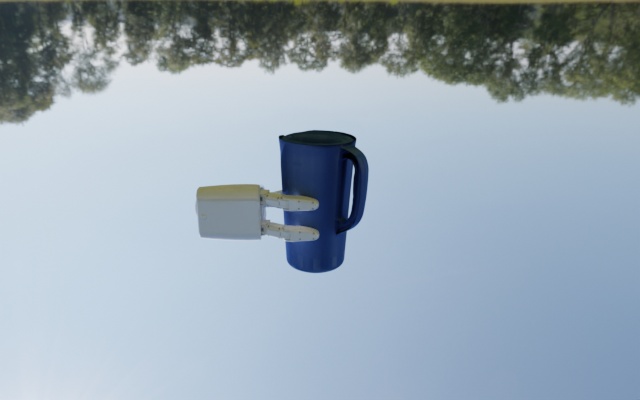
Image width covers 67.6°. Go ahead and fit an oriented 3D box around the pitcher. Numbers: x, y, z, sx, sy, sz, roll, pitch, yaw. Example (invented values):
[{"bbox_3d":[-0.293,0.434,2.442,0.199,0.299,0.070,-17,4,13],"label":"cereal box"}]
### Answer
[{"bbox_3d":[0.000,0.003,0.840,0.145,0.243,0.149,0,19,-4],"label":"pitcher"}]
